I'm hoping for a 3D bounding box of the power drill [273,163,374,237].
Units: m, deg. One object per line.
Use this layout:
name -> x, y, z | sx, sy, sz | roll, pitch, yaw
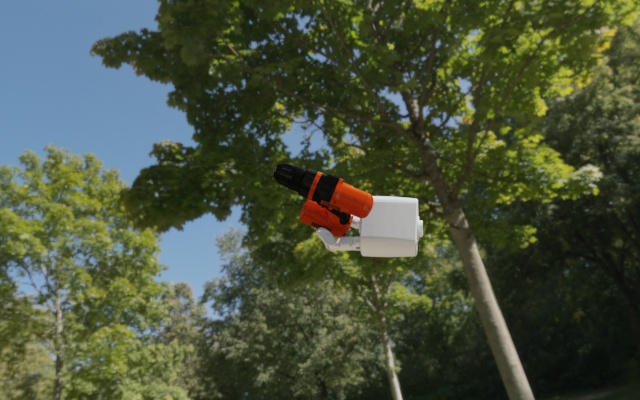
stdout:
power drill -> 0.000, 0.003, 0.900 | 0.184, 0.057, 0.188 | 23, -17, 5
